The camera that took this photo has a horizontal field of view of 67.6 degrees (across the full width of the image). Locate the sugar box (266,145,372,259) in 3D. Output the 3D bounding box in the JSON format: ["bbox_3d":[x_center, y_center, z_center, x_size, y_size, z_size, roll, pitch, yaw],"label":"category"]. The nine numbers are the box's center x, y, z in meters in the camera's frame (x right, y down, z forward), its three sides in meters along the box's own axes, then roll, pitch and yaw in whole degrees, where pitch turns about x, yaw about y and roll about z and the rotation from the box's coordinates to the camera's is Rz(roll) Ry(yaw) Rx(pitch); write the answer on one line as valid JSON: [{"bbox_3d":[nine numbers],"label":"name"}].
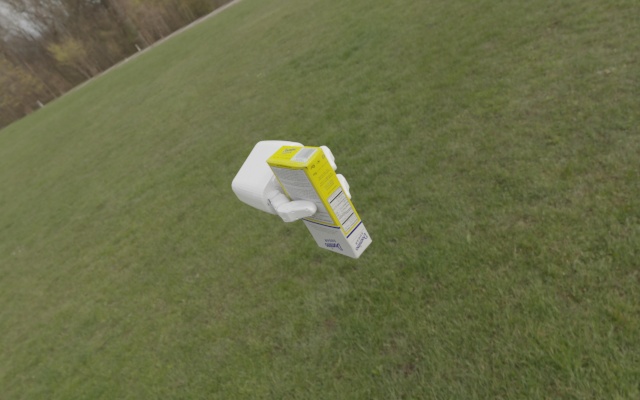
[{"bbox_3d":[0.000,0.002,0.700,0.093,0.176,0.048,12,53,49],"label":"sugar box"}]
